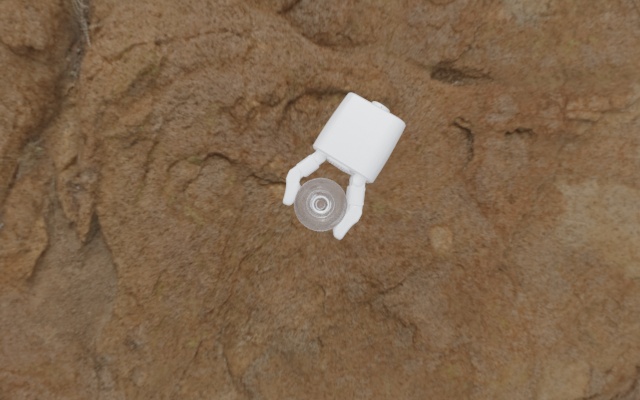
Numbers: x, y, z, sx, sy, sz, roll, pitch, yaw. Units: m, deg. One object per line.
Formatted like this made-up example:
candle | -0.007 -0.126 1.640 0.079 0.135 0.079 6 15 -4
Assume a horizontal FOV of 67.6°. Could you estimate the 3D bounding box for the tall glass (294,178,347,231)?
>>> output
tall glass | 0.000 0.003 0.762 0.079 0.079 0.201 0 2 0
